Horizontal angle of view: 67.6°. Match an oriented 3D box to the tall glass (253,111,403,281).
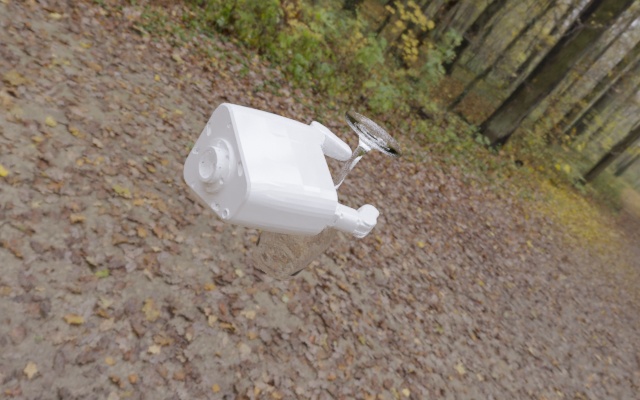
[{"bbox_3d":[0.001,0.001,0.535,0.079,0.201,0.079,30,26,-16],"label":"tall glass"}]
